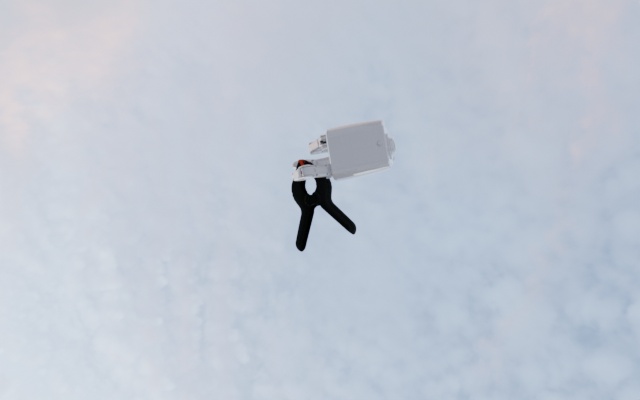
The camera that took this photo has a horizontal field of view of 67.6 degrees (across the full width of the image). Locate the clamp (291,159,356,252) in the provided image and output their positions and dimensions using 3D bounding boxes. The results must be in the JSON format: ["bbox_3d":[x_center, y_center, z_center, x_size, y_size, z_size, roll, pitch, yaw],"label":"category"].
[{"bbox_3d":[0.000,0.003,0.888,0.120,0.171,0.039,-10,-6,14],"label":"clamp"}]
